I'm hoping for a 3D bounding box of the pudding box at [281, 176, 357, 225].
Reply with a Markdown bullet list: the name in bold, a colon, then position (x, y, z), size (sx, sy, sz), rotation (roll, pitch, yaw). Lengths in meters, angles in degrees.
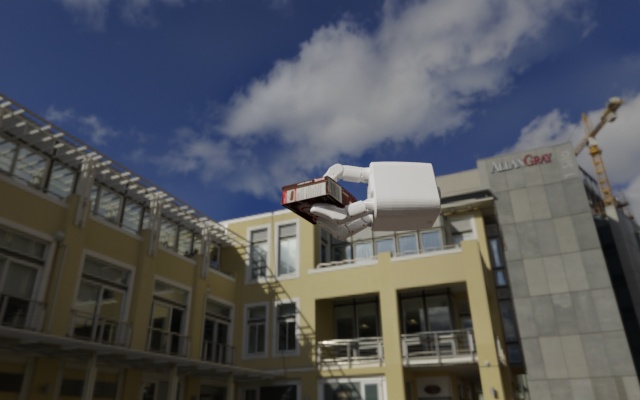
- **pudding box**: position (0.000, 0.002, 0.807), size (0.090, 0.039, 0.113), rotation (-13, -28, 26)
